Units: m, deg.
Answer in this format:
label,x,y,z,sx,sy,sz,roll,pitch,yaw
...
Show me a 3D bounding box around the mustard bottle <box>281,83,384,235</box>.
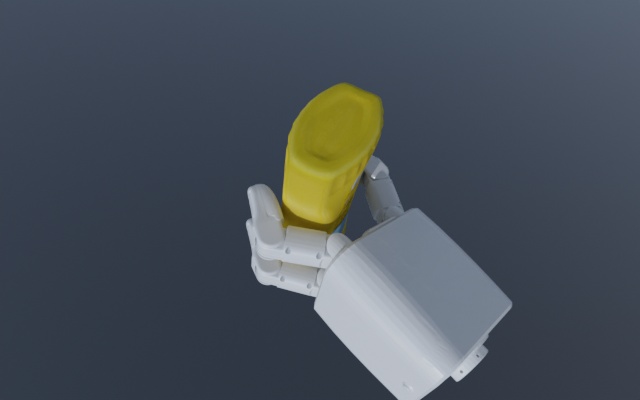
label,x,y,z,sx,sy,sz,roll,pitch,yaw
mustard bottle,0.000,0.001,0.403,0.058,0.096,0.192,24,-35,8
